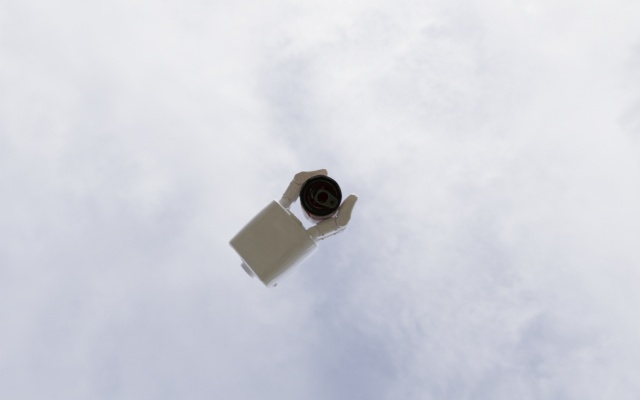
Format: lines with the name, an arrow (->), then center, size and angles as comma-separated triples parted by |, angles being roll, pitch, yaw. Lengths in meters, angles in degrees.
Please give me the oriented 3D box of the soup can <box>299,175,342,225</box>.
soup can -> 0.000, 0.002, 0.799 | 0.068, 0.068, 0.102 | 0, -12, 0
